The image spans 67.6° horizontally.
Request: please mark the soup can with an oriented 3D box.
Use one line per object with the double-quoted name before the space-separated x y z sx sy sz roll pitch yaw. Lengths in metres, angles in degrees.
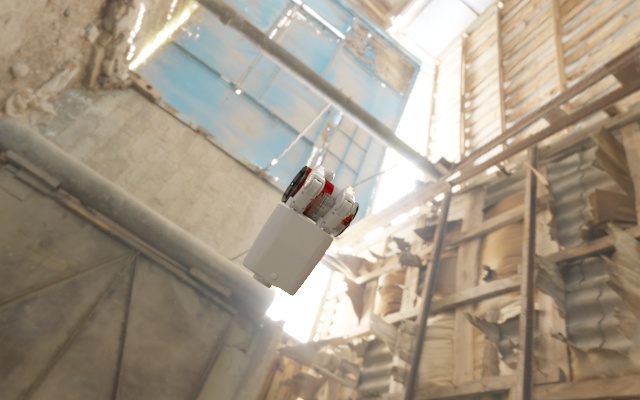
"soup can" 0.001 0.002 0.738 0.102 0.068 0.068 35 -9 -13
